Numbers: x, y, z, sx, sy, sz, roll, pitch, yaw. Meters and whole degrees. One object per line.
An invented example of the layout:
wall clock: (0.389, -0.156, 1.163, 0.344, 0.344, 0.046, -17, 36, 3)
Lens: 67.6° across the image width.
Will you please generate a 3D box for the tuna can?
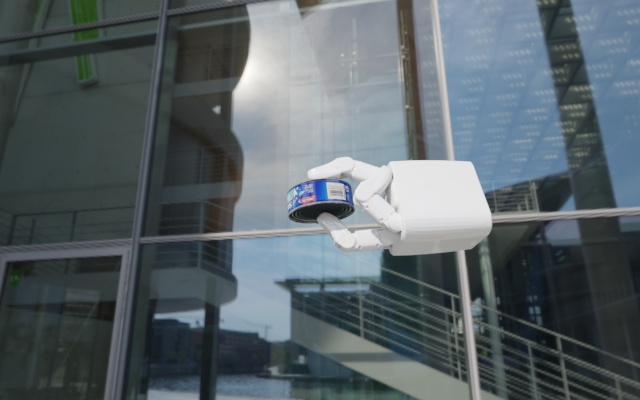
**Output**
tuna can: (0.000, 0.001, 0.616, 0.086, 0.033, 0.086, -6, -19, -2)
